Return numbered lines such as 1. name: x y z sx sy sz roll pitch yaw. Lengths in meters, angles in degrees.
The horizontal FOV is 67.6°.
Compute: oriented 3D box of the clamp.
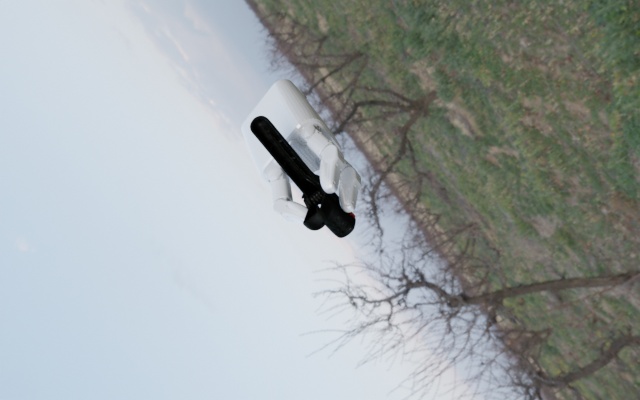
1. clamp: 0.000 0.002 0.589 0.036 0.164 0.210 -35 -38 9
